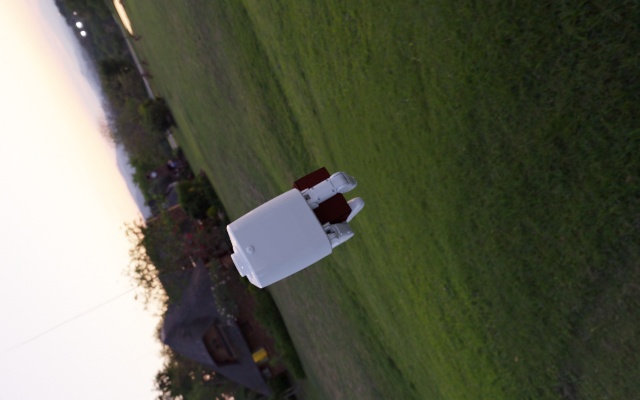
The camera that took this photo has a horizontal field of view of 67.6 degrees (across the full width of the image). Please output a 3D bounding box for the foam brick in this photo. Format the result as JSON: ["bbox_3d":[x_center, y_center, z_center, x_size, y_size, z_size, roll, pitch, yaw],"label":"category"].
[{"bbox_3d":[0.000,0.002,0.676,0.051,0.078,0.053,-27,-14,-16],"label":"foam brick"}]
